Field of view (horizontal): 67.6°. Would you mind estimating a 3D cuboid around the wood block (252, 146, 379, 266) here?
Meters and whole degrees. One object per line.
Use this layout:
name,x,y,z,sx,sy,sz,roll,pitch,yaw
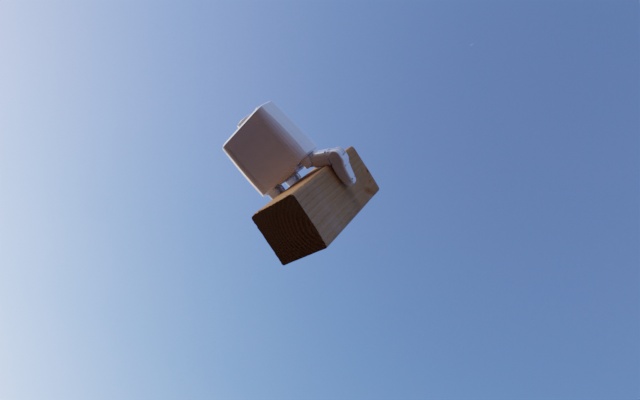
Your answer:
wood block,0.000,0.002,0.743,0.091,0.090,0.206,-27,9,36
